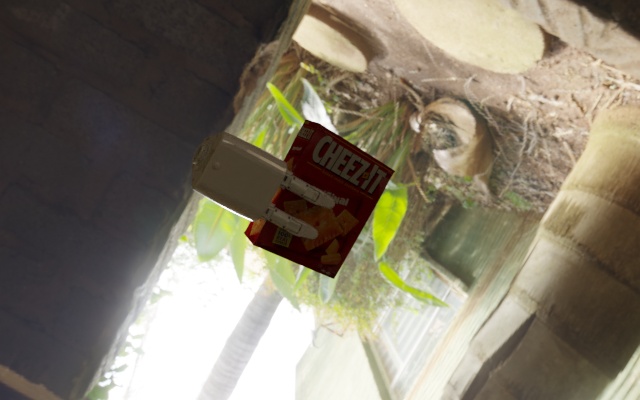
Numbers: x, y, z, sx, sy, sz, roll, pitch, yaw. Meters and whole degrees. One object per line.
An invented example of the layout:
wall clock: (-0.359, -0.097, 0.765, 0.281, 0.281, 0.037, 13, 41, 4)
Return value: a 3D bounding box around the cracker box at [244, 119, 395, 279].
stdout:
cracker box: (0.000, 0.003, 0.781, 0.164, 0.214, 0.072, 28, 3, -27)
